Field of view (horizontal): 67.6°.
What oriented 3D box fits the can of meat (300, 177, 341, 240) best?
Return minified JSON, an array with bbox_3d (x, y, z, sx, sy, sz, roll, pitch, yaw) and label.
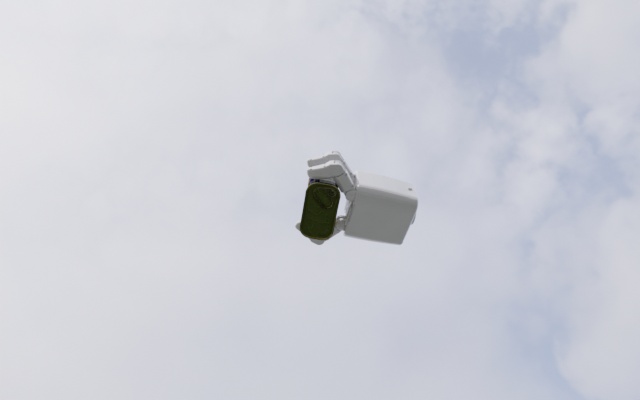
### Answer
[{"bbox_3d":[0.000,0.003,0.818,0.057,0.102,0.084,9,24,-2],"label":"can of meat"}]
